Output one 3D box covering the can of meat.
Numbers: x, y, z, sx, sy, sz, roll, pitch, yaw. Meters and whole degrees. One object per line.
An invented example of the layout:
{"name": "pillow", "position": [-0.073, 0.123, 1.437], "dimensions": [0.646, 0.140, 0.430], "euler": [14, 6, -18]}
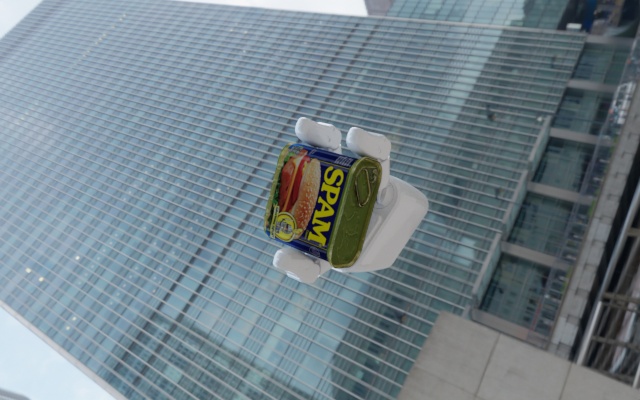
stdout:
{"name": "can of meat", "position": [0.000, 0.001, 0.447], "dimensions": [0.084, 0.102, 0.057], "euler": [18, 6, 31]}
